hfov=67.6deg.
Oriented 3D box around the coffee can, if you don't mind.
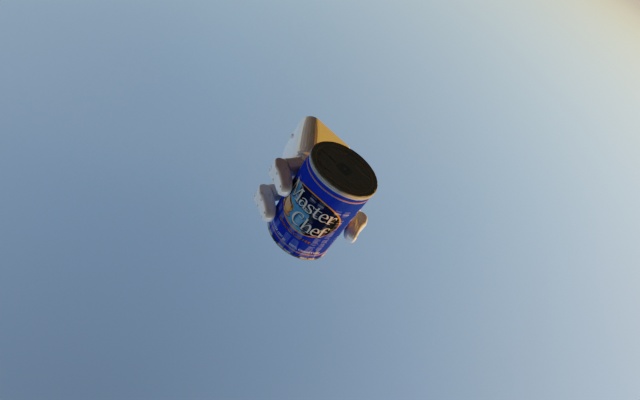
[{"bbox_3d":[0.000,0.002,0.672,0.103,0.102,0.140,0,-40,-38],"label":"coffee can"}]
